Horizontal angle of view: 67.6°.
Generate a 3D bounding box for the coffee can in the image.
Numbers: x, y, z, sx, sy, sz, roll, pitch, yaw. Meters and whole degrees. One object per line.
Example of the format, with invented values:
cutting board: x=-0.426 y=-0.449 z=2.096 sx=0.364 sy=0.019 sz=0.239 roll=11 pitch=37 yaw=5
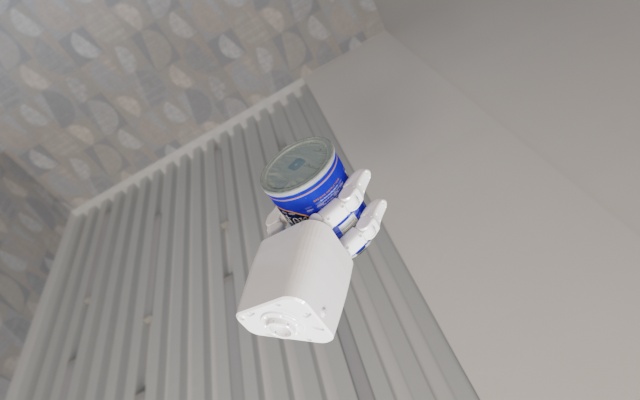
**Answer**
coffee can: x=0.000 y=0.002 z=0.628 sx=0.103 sy=0.102 sz=0.140 roll=0 pitch=-43 yaw=37
